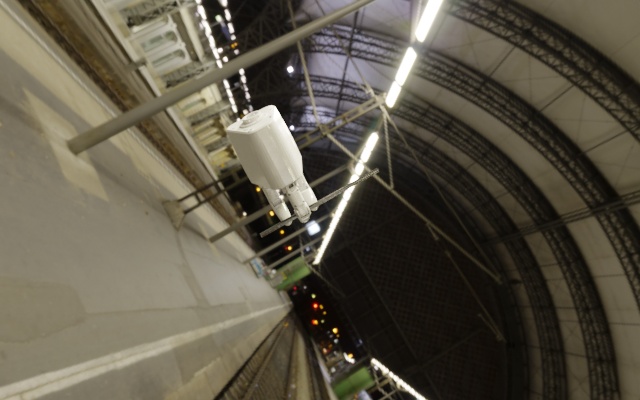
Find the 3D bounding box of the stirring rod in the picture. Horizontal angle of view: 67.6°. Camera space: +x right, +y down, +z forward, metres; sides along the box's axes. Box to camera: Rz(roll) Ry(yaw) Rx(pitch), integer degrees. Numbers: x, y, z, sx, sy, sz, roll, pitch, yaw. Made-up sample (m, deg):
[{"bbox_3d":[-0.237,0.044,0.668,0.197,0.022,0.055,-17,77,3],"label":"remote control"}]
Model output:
[{"bbox_3d":[0.000,0.003,0.846,0.239,0.011,0.011,-29,4,-8],"label":"stirring rod"}]
